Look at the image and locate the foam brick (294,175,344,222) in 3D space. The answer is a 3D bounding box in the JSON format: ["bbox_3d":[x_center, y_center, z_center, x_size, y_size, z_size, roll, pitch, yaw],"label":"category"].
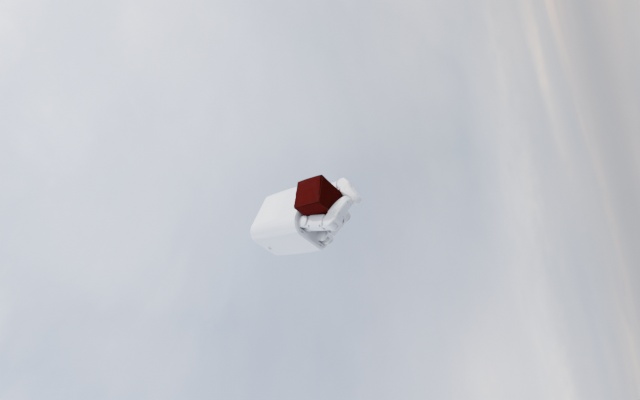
[{"bbox_3d":[0.000,0.002,0.790,0.051,0.053,0.078,-13,-35,32],"label":"foam brick"}]
